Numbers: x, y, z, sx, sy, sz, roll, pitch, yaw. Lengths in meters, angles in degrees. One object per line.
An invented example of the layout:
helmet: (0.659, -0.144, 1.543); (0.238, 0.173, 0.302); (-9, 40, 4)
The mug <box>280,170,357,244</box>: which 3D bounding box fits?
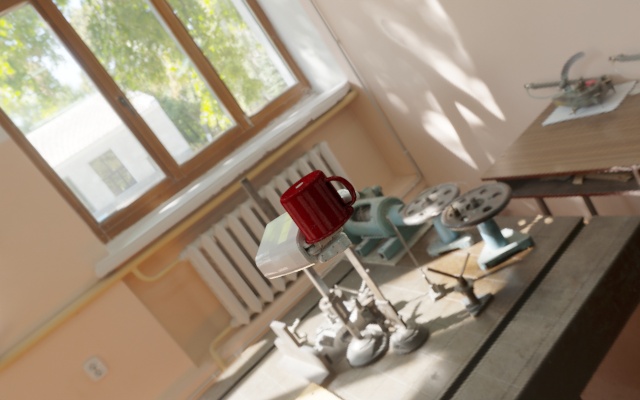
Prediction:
mug: (0.001, 0.002, 0.730); (0.117, 0.081, 0.093); (-28, 16, 32)
